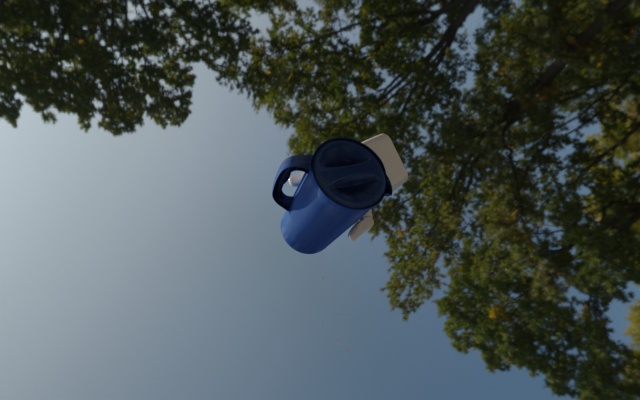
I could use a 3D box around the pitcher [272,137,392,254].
[{"bbox_3d":[0.000,0.003,0.853,0.145,0.149,0.243,-32,-12,-33],"label":"pitcher"}]
